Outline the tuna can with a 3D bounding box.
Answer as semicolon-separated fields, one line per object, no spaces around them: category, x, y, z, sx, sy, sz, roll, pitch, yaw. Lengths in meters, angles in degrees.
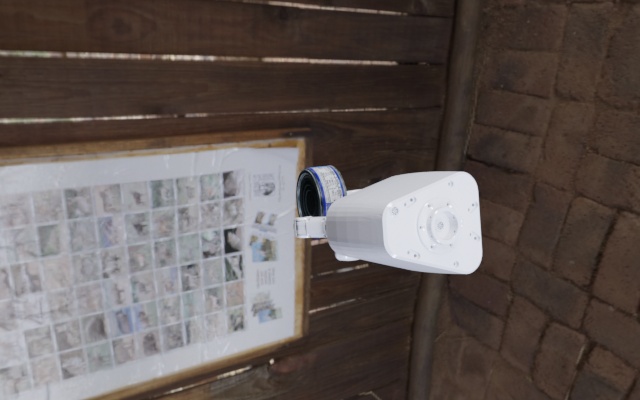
tuna can;0.000;0.002;0.571;0.034;0.086;0.086;-7;3;-22
